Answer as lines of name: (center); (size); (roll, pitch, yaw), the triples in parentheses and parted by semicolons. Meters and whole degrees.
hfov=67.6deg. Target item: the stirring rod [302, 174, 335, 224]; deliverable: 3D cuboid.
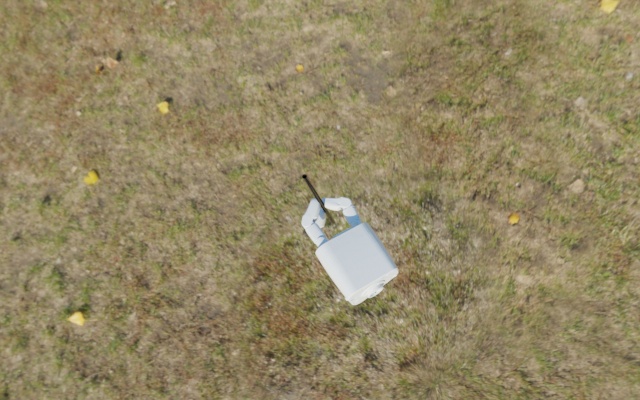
stirring rod: (0.000, 0.003, 0.889); (0.011, 0.011, 0.240); (0, -21, 13)
